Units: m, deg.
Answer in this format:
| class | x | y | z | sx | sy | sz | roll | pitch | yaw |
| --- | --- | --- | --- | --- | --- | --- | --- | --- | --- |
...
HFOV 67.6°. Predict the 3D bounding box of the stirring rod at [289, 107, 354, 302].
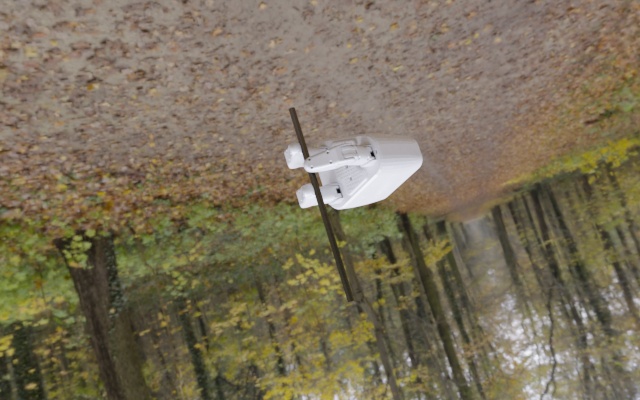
| class | x | y | z | sx | sy | sz | roll | pitch | yaw |
| --- | --- | --- | --- | --- | --- | --- | --- | --- | --- |
| stirring rod | 0.000 | 0.002 | 0.564 | 0.011 | 0.239 | 0.011 | -17 | -8 | -3 |
